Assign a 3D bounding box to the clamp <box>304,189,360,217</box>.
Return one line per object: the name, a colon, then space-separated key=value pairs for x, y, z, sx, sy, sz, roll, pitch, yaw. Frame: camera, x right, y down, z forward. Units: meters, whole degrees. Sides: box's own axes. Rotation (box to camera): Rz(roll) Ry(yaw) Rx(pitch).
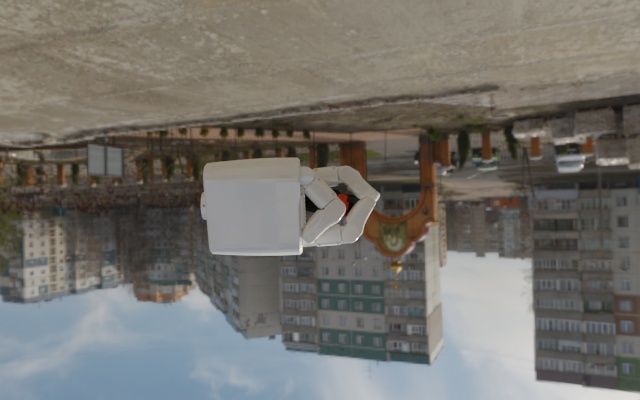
clamp: x=0.000 y=0.003 z=0.641 sx=0.120 sy=0.039 sz=0.171 roll=-2 pitch=-1 yaw=-1
